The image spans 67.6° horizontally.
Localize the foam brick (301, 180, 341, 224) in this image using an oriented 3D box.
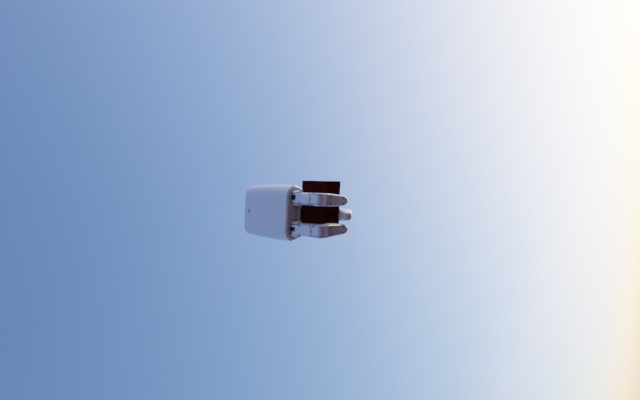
[{"bbox_3d":[0.000,0.003,0.854,0.051,0.078,0.053,3,1,32],"label":"foam brick"}]
